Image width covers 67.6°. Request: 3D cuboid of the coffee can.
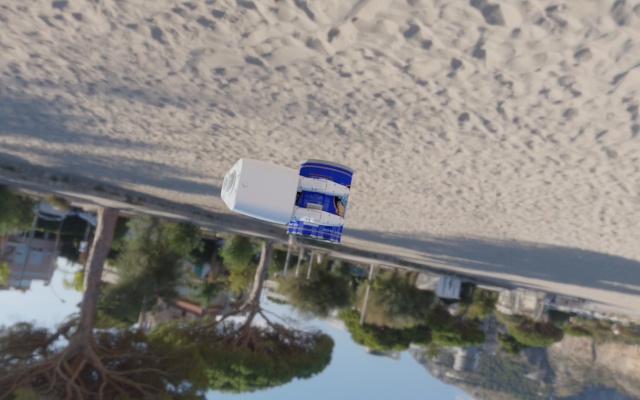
[{"bbox_3d":[0.000,0.003,0.898,0.103,0.140,0.103,11,-7,1],"label":"coffee can"}]
